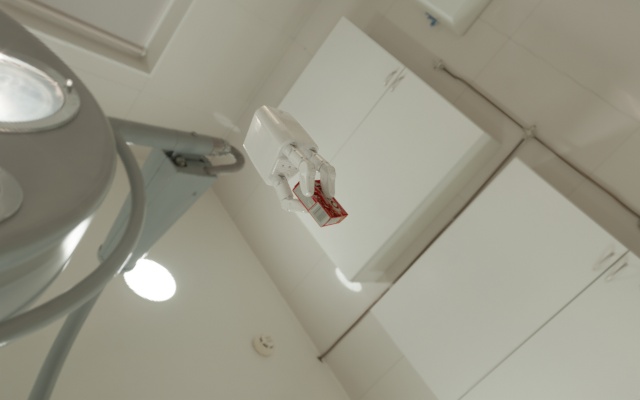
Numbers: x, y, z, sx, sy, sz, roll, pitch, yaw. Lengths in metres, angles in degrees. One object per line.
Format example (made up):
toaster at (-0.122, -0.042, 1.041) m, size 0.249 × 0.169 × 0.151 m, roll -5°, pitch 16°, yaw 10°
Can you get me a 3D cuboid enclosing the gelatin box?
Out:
gelatin box at (0.000, 0.003, 0.849) m, size 0.030 × 0.089 × 0.073 m, roll -45°, pitch -17°, yaw 22°
